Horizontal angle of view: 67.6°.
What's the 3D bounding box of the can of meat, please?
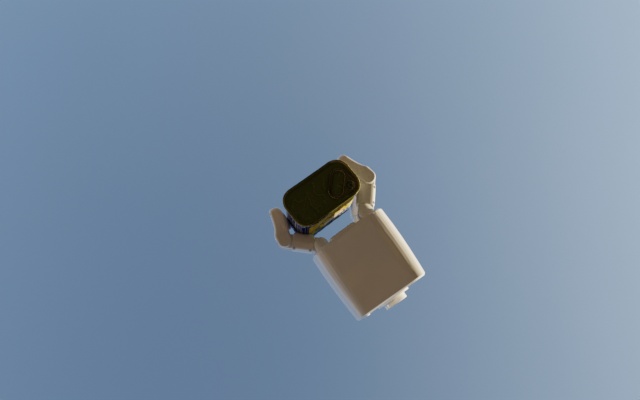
[{"bbox_3d":[0.000,0.002,0.653,0.102,0.057,0.084,-36,-13,-13],"label":"can of meat"}]
